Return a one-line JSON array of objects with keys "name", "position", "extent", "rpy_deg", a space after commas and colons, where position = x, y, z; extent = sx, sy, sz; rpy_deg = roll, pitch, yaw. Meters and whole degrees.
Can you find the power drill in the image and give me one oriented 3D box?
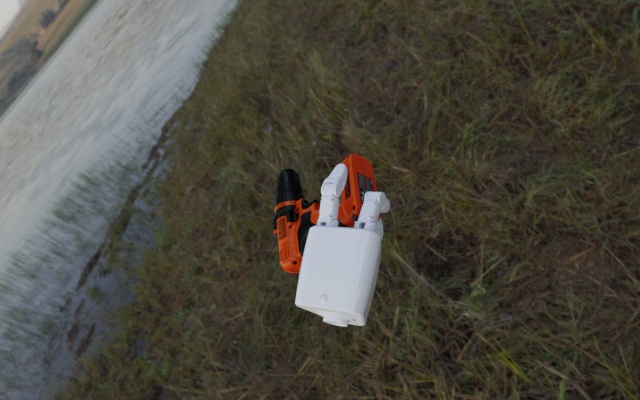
[{"name": "power drill", "position": [0.000, 0.002, 0.743], "extent": [0.057, 0.184, 0.188], "rpy_deg": [18, -36, -41]}]
